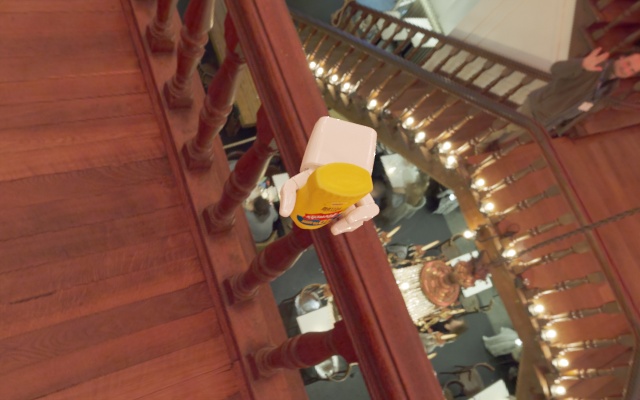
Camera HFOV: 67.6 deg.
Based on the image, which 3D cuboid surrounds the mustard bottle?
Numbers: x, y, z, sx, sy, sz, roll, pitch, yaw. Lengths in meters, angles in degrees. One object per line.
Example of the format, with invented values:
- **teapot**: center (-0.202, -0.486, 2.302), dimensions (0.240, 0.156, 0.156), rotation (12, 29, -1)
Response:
- **mustard bottle**: center (0.000, 0.003, 0.785), dimensions (0.096, 0.058, 0.192), rotation (-1, -21, -26)
